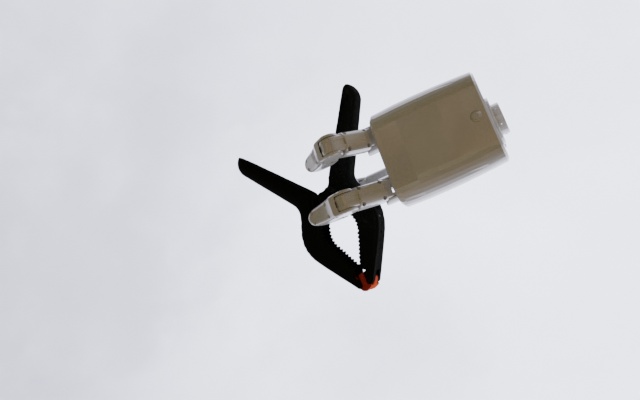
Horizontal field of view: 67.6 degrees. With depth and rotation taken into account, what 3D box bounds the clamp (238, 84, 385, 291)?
[{"bbox_3d":[0.001,0.002,0.516,0.164,0.210,0.036,-24,-13,23],"label":"clamp"}]
